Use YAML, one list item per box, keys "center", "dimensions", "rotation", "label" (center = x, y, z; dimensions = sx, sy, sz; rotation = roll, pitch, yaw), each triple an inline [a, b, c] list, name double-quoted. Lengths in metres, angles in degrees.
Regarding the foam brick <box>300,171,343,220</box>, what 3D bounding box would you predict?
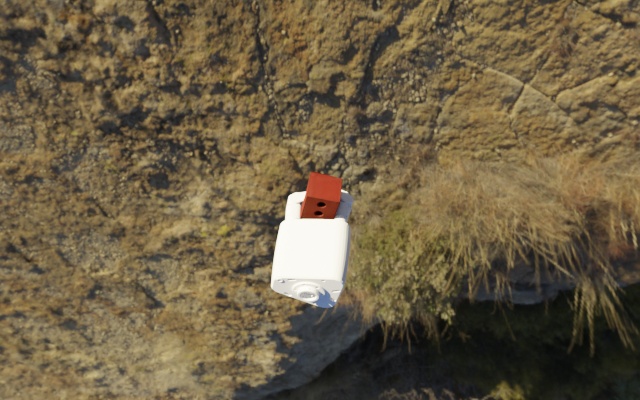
- center: [0.000, 0.002, 0.754]
  dimensions: [0.053, 0.051, 0.078]
  rotation: [12, -41, -4]
  label: "foam brick"
